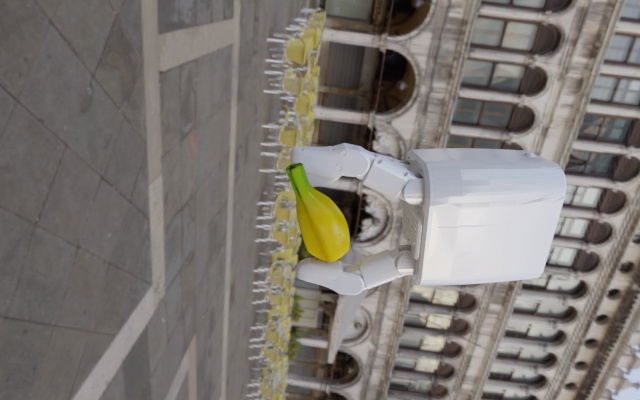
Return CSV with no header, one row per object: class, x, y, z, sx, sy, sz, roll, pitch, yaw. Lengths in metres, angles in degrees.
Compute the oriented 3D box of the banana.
banana,0.003,0.019,0.413,0.037,0.069,0.198,-11,-9,0
